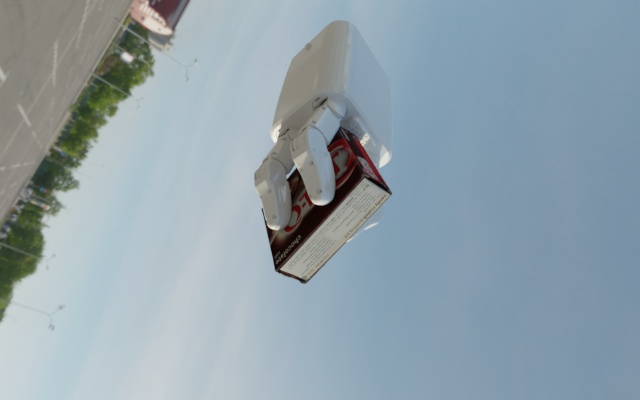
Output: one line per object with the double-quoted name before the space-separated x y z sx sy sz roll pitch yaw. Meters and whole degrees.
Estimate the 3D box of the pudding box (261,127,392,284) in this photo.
"pudding box" 0.000 0.001 0.412 0.039 0.113 0.090 29 22 -29
